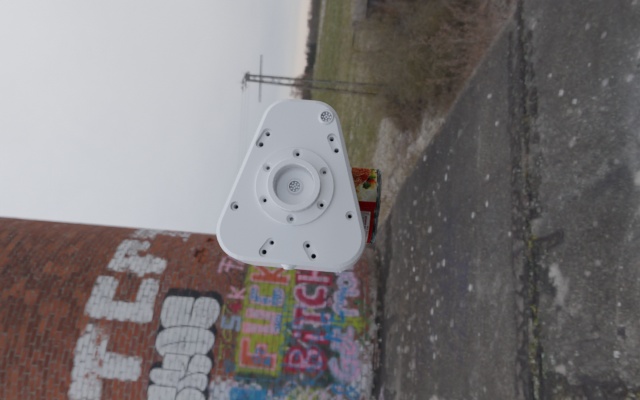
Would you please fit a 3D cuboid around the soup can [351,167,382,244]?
[{"bbox_3d":[0.000,0.001,0.432,0.102,0.068,0.068,5,0,1],"label":"soup can"}]
